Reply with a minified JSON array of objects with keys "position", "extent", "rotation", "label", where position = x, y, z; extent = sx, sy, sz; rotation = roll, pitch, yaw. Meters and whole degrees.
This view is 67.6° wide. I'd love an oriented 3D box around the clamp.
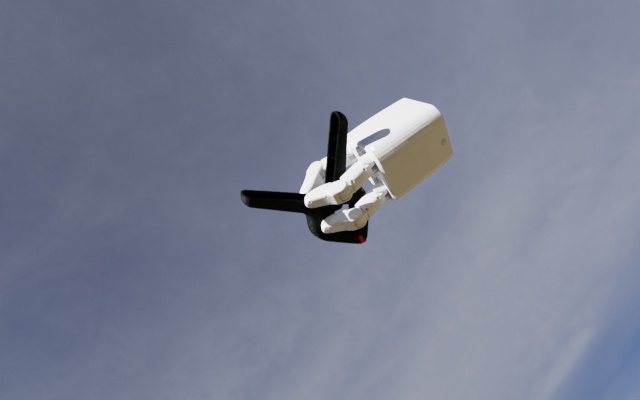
[{"position":[0.000,0.002,0.647],"extent":[0.164,0.210,0.036],"rotation":[-35,42,-4],"label":"clamp"}]
